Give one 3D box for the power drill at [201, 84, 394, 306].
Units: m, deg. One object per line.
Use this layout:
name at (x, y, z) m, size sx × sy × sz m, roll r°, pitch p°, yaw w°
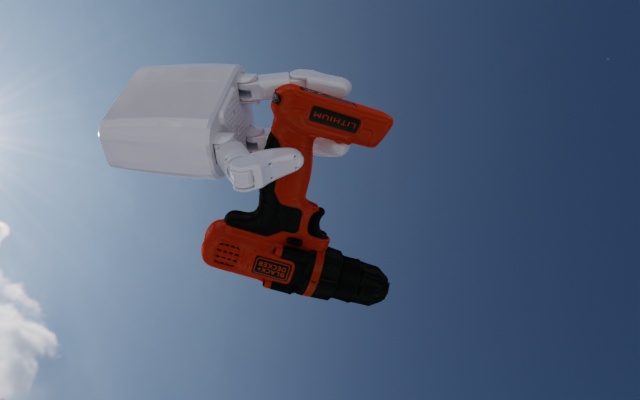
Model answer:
power drill at (0.000, 0.001, 0.437) m, size 0.184 × 0.188 × 0.057 m, roll 16°, pitch 15°, yaw -11°
